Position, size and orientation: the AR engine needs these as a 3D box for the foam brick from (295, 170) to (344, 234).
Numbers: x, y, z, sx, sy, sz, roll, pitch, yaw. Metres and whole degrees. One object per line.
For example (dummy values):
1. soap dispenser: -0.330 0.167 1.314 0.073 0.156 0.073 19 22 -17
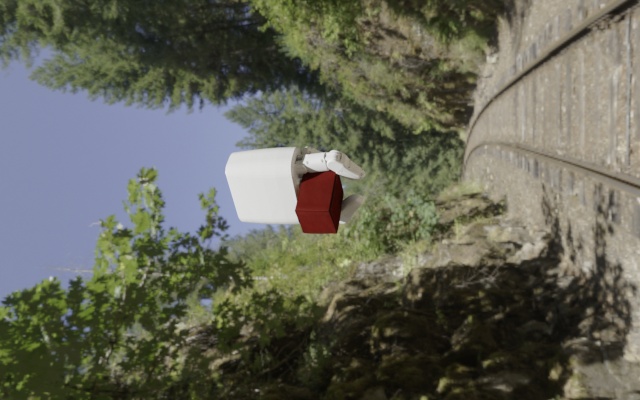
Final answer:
1. foam brick: 0.000 0.002 0.675 0.051 0.078 0.053 -1 -41 14
